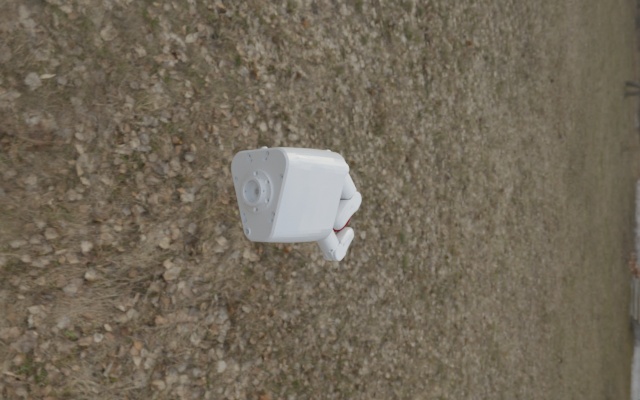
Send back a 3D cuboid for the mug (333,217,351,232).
[{"bbox_3d":[0.001,0.002,0.680,0.081,0.093,0.117,0,1,38],"label":"mug"}]
